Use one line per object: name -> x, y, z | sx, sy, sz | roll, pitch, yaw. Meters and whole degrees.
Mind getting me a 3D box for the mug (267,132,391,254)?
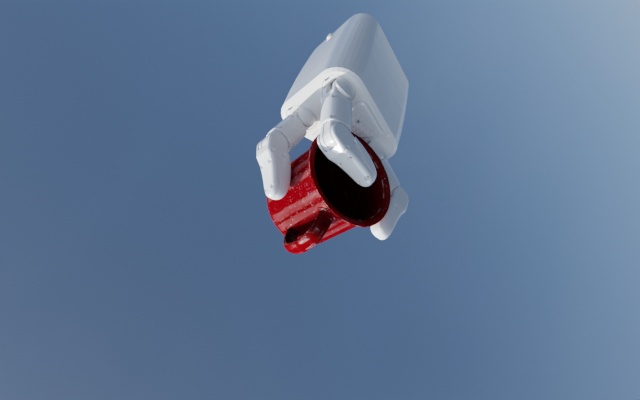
mug -> 0.000, 0.003, 0.436 | 0.093, 0.117, 0.081 | 39, -41, -19
